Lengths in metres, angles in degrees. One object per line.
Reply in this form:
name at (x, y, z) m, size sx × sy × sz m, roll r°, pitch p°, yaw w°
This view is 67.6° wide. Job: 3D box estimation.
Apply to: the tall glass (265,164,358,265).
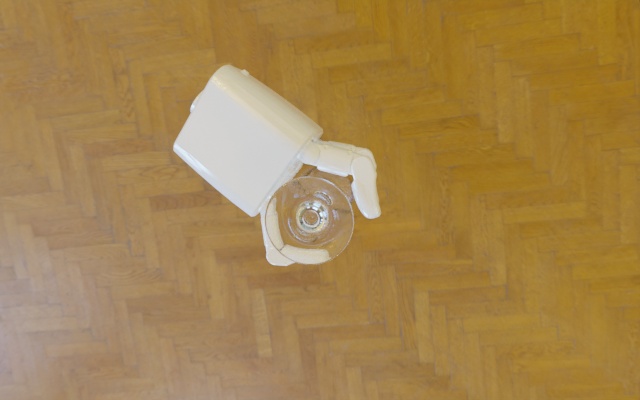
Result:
tall glass at (0.000, 0.002, 0.490) m, size 0.079 × 0.079 × 0.201 m, roll 0°, pitch 9°, yaw 6°
